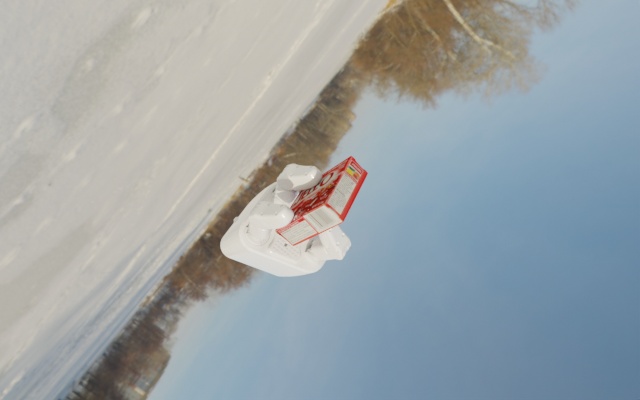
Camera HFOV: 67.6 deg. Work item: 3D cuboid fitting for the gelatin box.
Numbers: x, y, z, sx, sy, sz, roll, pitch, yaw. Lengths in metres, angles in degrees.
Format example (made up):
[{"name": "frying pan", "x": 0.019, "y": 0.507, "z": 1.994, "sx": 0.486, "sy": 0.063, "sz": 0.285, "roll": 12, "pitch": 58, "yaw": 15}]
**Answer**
[{"name": "gelatin box", "x": 0.001, "y": 0.002, "z": 0.494, "sx": 0.030, "sy": 0.073, "sz": 0.089, "roll": 44, "pitch": -41, "yaw": -16}]
